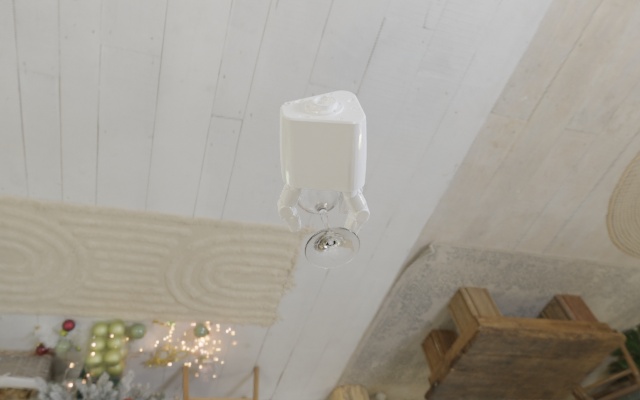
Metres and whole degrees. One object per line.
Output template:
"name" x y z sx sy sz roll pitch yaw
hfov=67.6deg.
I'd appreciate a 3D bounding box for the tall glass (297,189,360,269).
"tall glass" 0.000 0.003 0.706 0.079 0.079 0.201 0 38 -12
